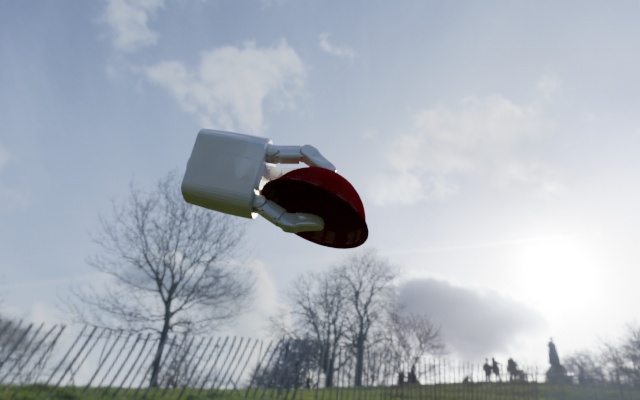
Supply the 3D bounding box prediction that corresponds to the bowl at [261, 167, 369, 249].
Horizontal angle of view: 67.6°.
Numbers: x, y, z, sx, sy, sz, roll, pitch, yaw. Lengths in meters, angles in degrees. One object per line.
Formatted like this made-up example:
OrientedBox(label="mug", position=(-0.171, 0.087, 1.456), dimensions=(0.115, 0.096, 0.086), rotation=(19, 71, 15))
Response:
OrientedBox(label="bowl", position=(0.001, 0.002, 0.674), dimensions=(0.162, 0.055, 0.162), rotation=(19, -30, 12))
